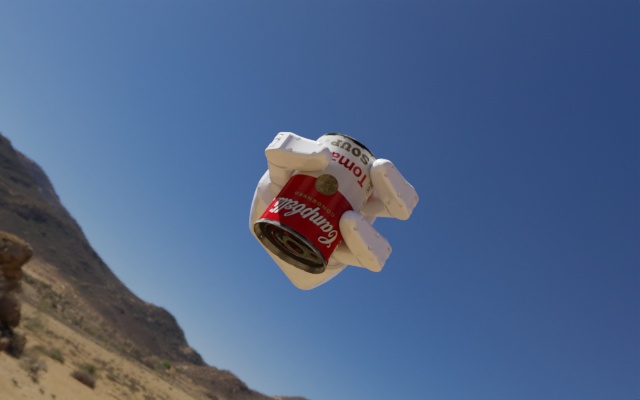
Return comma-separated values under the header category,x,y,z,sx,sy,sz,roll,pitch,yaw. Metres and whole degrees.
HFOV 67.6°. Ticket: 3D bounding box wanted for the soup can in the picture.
category,x,y,z,sx,sy,sz,roll,pitch,yaw
soup can,0.000,0.001,0.403,0.068,0.102,0.068,27,-27,15
